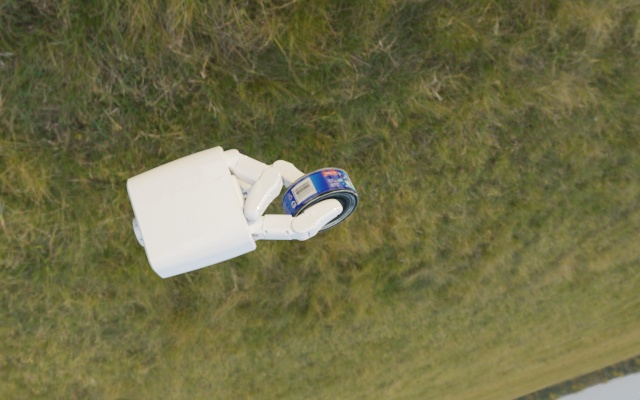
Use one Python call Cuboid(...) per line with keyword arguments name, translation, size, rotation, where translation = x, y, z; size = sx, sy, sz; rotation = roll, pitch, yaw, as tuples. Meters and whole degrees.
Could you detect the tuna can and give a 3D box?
Cuboid(name="tuna can", translation=(0.000, 0.002, 0.552), size=(0.086, 0.033, 0.086), rotation=(-20, -30, -12))
